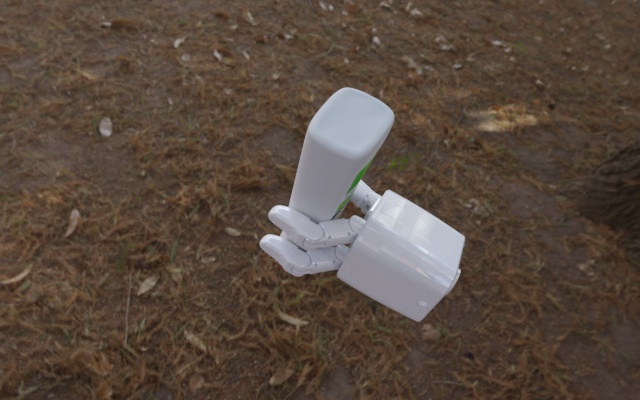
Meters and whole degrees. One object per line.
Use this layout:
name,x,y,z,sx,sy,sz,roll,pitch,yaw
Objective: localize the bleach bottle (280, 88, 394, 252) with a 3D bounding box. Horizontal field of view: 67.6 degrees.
bleach bottle,0.000,0.002,0.542,0.068,0.251,0.102,30,49,8
